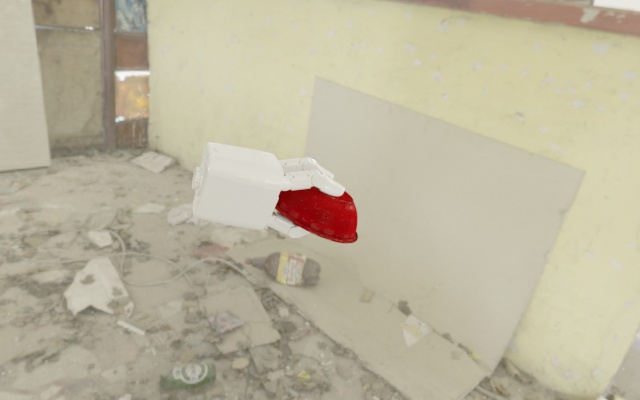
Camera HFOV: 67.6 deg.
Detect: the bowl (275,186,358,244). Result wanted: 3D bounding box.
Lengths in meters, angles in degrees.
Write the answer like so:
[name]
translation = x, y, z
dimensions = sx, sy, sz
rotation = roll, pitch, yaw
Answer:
[bowl]
translation = 0.001, 0.002, 0.764
dimensions = 0.162, 0.055, 0.162
rotation = 26, 15, -8
